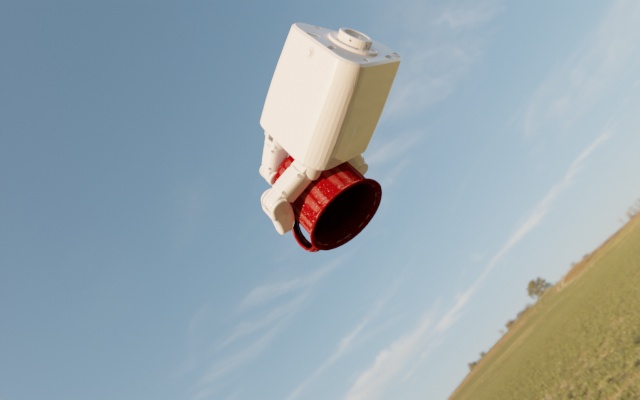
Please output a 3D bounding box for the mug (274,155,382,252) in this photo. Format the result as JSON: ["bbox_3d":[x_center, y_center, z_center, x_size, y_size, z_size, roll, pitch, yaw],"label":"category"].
[{"bbox_3d":[0.000,0.003,0.515,0.093,0.117,0.081,-9,43,-42],"label":"mug"}]
